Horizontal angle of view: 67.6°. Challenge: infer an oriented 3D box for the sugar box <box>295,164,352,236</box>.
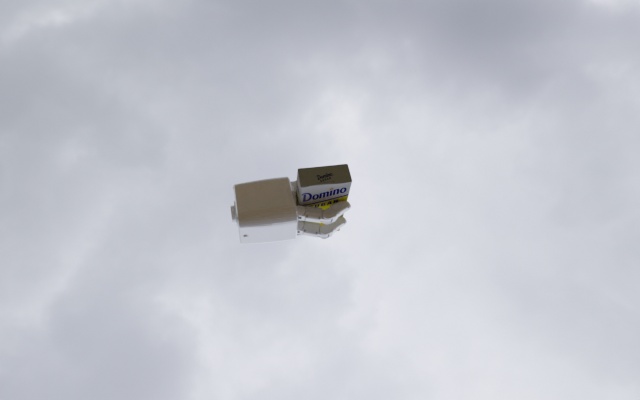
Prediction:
[{"bbox_3d":[0.000,0.003,0.893,0.093,0.048,0.176,-7,-29,-9],"label":"sugar box"}]
